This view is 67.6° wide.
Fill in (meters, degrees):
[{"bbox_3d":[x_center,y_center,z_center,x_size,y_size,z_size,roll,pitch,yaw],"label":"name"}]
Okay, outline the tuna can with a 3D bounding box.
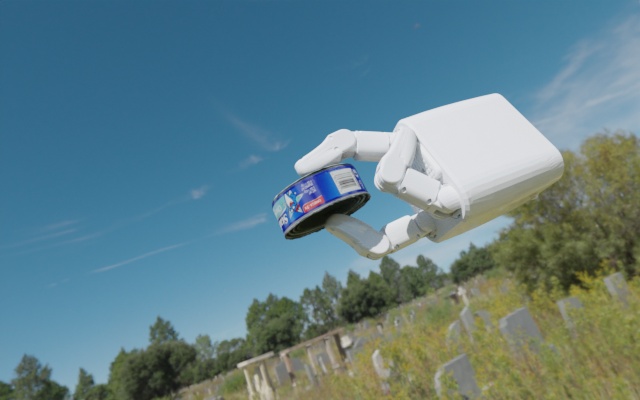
[{"bbox_3d":[0.000,0.001,0.433,0.086,0.033,0.086,-25,-13,-6],"label":"tuna can"}]
